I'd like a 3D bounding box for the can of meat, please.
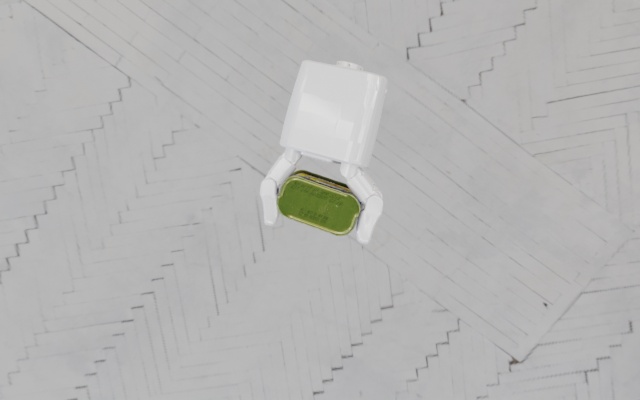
[{"bbox_3d":[0.000,0.002,0.590,0.102,0.057,0.084,19,7,2],"label":"can of meat"}]
